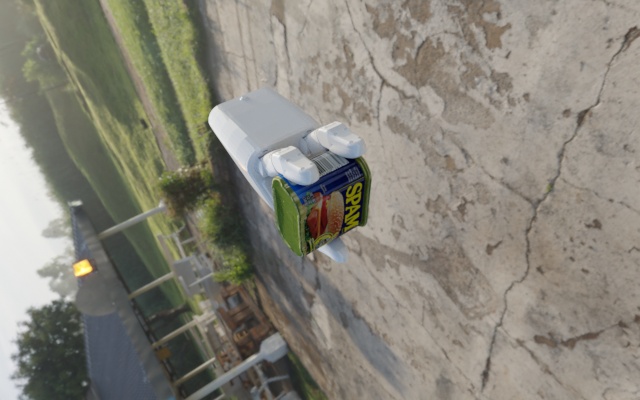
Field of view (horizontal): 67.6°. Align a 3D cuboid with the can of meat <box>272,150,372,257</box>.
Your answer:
[{"bbox_3d":[0.000,0.002,0.487,0.084,0.102,0.057,-28,54,-22],"label":"can of meat"}]
